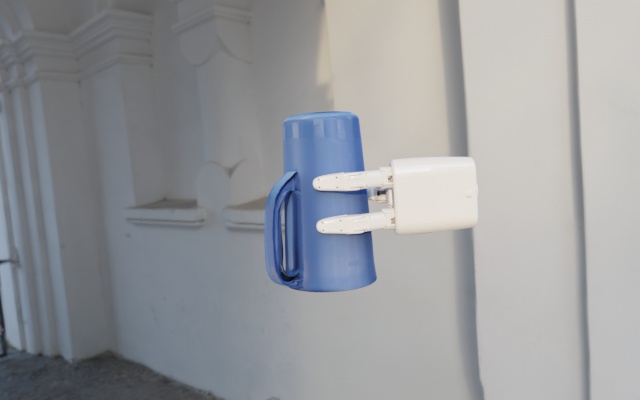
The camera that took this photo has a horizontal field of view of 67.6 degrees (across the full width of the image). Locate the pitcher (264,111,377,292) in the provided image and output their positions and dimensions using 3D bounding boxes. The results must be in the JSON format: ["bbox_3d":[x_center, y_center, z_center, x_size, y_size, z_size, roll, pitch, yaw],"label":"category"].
[{"bbox_3d":[0.000,0.002,0.670,0.145,0.243,0.149,-4,5,4],"label":"pitcher"}]
